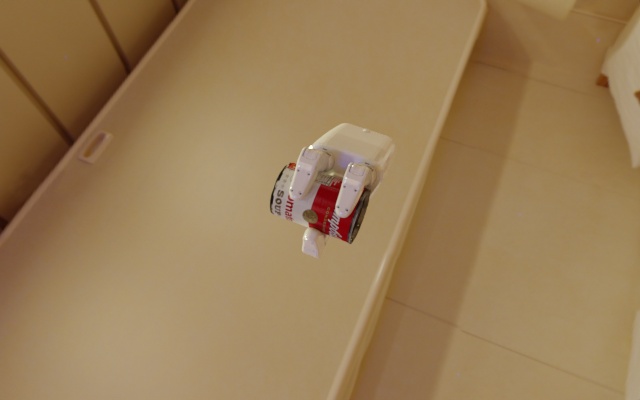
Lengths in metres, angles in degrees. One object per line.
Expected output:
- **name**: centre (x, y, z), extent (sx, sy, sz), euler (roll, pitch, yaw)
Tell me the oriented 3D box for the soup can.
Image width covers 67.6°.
- **soup can**: centre (0.000, 0.002, 0.562), extent (0.102, 0.068, 0.068), euler (20, 4, 12)
